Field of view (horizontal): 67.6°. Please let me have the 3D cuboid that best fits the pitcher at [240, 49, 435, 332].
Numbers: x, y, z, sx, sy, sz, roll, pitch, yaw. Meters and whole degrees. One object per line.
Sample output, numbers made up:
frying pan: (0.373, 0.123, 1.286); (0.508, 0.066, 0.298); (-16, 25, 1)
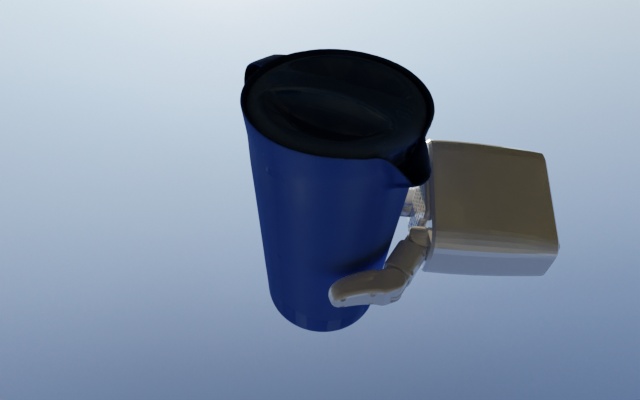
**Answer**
pitcher: (0.000, 0.001, 0.414); (0.145, 0.149, 0.243); (5, -44, 0)
